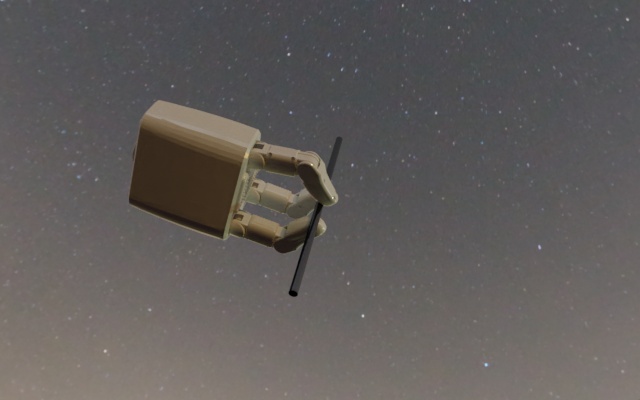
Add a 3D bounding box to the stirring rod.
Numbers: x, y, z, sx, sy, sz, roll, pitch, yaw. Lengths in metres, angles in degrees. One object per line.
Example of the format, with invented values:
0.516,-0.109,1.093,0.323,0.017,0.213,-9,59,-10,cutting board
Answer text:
0.000,0.002,0.483,0.011,0.011,0.239,0,39,14,stirring rod
